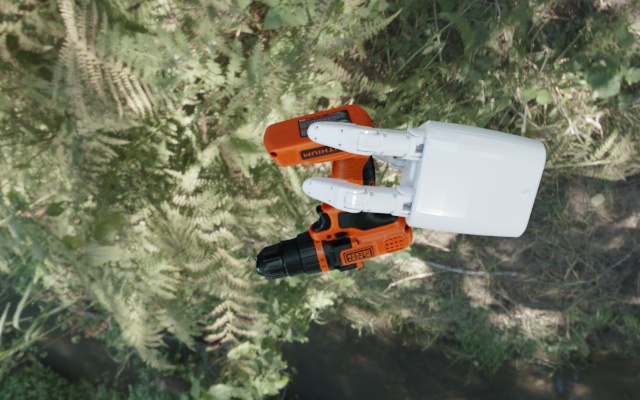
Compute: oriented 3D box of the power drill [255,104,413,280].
[{"bbox_3d":[0.000,0.001,0.509,0.184,0.188,0.057,-15,39,0],"label":"power drill"}]
